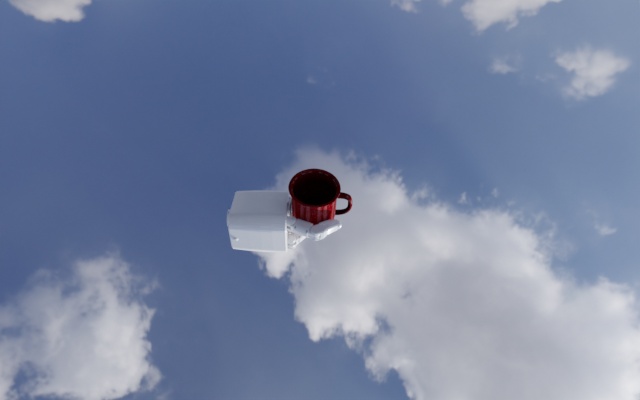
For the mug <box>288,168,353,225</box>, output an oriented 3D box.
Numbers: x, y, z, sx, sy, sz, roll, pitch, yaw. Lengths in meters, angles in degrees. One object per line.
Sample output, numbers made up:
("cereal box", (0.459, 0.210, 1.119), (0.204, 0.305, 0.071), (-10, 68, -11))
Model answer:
("mug", (0.002, 0.003, 0.877), (0.117, 0.093, 0.082), (3, -40, 0))
